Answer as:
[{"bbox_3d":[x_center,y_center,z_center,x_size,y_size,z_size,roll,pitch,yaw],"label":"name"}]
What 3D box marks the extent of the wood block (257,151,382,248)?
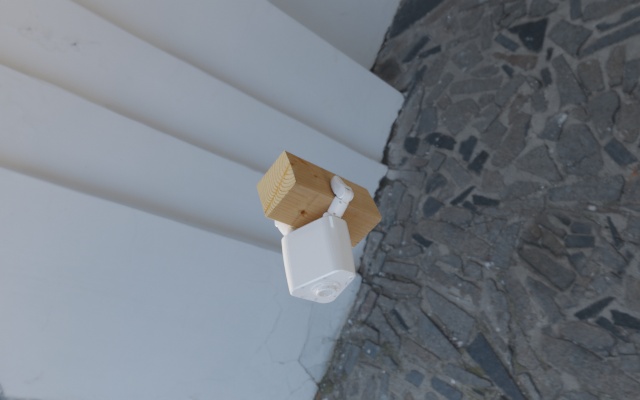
[{"bbox_3d":[0.000,0.003,0.872,0.206,0.091,0.090,23,31,-36],"label":"wood block"}]
